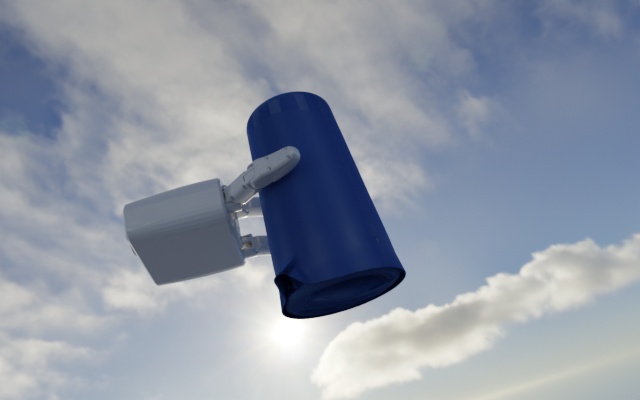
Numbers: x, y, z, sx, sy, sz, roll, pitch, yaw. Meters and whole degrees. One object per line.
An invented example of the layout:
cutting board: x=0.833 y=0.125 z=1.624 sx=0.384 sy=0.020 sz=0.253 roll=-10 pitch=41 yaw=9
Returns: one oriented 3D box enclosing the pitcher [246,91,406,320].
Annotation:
pitcher: x=0.000 y=0.002 z=0.545 sx=0.145 sy=0.242 sz=0.149 roll=-16 pitch=-26 yaw=-4
